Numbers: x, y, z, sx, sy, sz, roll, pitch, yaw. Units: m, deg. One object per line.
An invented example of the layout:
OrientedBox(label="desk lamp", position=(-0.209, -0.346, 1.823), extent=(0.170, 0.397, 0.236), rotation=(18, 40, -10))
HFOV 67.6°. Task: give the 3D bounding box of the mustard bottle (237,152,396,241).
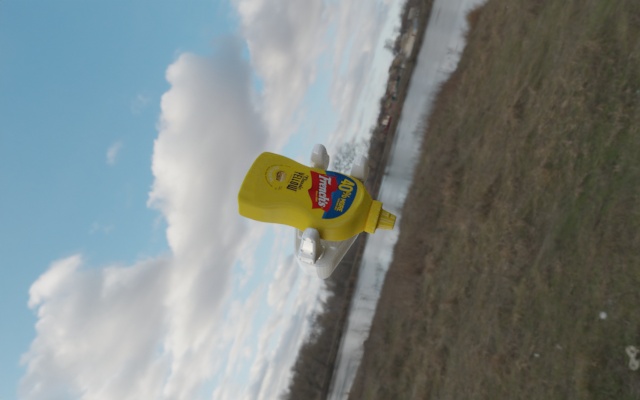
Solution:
OrientedBox(label="mustard bottle", position=(0.000, 0.002, 0.599), extent=(0.191, 0.096, 0.058), rotation=(16, -42, 8))
